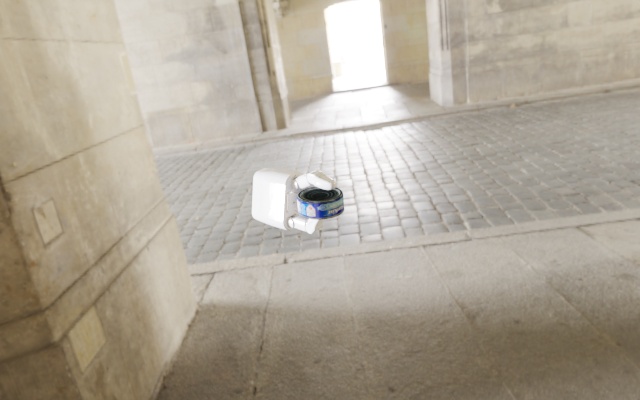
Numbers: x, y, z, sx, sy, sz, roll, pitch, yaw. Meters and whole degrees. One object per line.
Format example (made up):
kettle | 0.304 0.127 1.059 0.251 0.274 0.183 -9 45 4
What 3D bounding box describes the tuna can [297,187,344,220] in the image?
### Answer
tuna can | 0.000 0.002 0.868 0.086 0.034 0.086 -3 21 1
